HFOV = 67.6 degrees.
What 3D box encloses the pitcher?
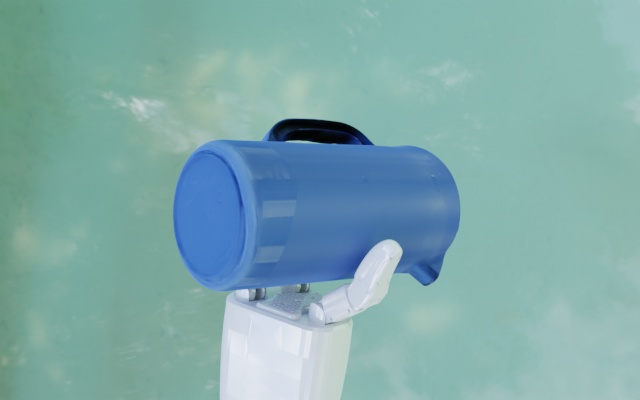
[{"bbox_3d":[0.000,0.002,0.421,0.243,0.145,0.149,0,13,-45],"label":"pitcher"}]
